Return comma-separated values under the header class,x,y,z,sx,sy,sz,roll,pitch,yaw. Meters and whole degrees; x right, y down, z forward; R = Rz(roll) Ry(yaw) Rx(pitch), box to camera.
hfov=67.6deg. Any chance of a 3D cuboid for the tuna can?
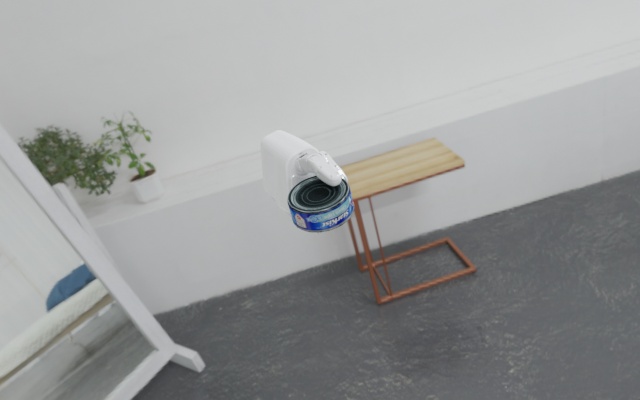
class,x,y,z,sx,sy,sz,roll,pitch,yaw
tuna can,0.000,0.002,0.633,0.086,0.034,0.086,-10,36,7
